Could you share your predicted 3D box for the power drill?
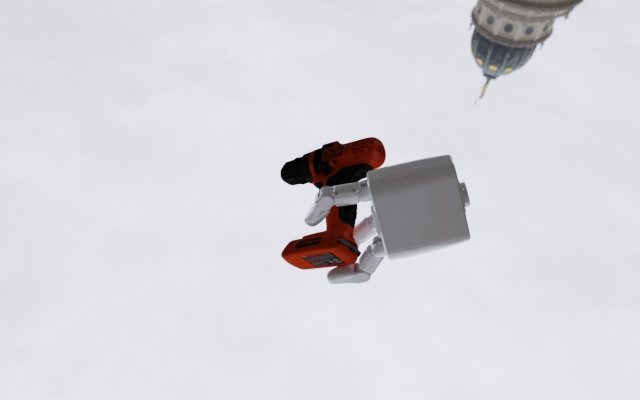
[{"bbox_3d":[0.000,0.003,0.685,0.184,0.187,0.057,-13,-35,37],"label":"power drill"}]
